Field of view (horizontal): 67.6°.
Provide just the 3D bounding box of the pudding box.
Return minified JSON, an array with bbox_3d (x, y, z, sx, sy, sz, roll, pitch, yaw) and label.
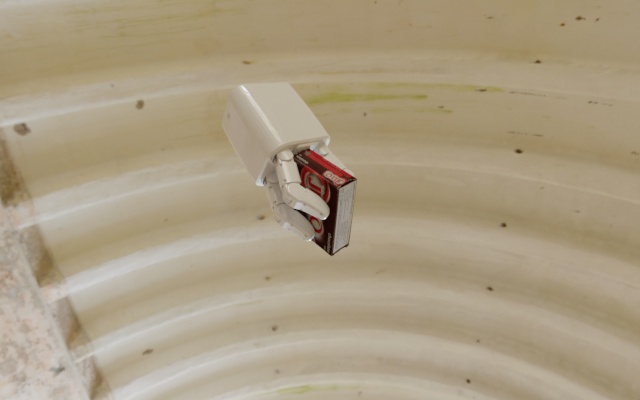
[{"bbox_3d":[0.000,0.002,0.619,0.039,0.114,0.090,-27,46,-32],"label":"pudding box"}]
